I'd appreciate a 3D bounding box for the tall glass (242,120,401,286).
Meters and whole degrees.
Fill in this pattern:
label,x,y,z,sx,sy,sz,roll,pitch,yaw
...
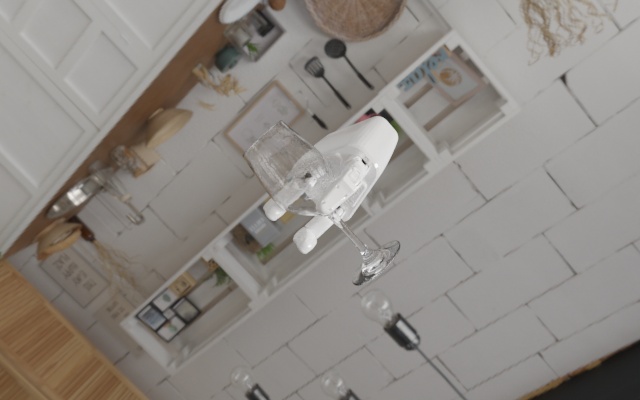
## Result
label,x,y,z,sx,sy,sz,roll,pitch,yaw
tall glass,0.001,0.002,0.555,0.079,0.201,0.079,-42,8,7
